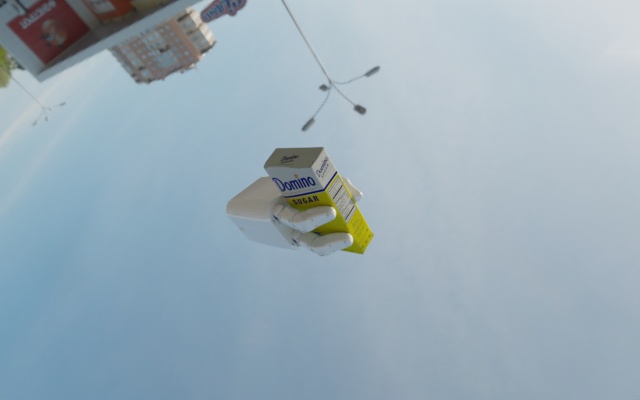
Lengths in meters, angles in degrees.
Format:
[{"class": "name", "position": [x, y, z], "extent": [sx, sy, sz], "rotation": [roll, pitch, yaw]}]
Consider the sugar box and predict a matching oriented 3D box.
[{"class": "sugar box", "position": [0.000, 0.003, 0.685], "extent": [0.093, 0.048, 0.176], "rotation": [4, -39, 41]}]
